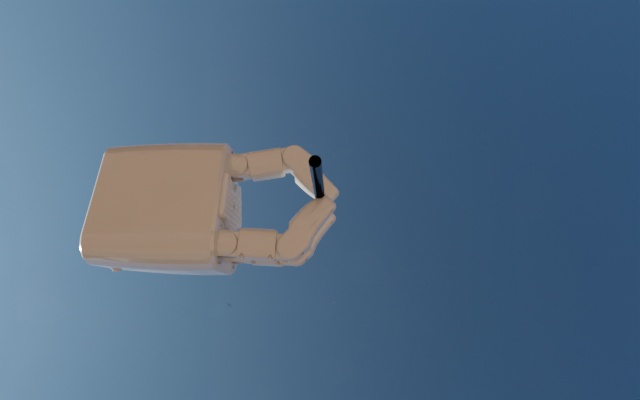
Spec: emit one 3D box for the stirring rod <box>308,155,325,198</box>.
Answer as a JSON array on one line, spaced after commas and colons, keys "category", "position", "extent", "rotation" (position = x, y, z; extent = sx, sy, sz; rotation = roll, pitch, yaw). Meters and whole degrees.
[{"category": "stirring rod", "position": [0.000, 0.001, 0.407], "extent": [0.011, 0.011, 0.239], "rotation": [0, -12, 2]}]
